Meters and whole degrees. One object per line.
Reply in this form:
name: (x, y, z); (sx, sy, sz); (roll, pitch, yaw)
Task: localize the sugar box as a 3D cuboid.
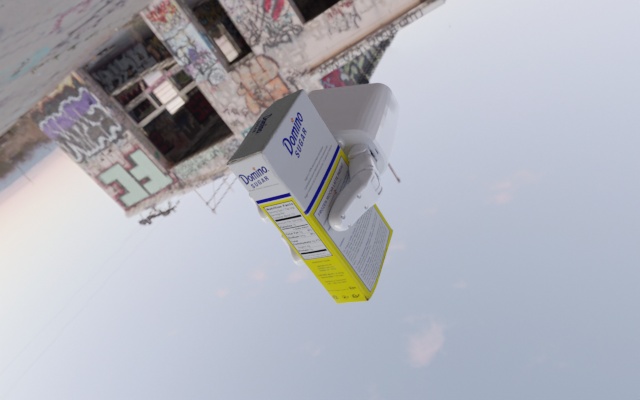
sugar box: (0.000, 0.001, 0.425); (0.048, 0.176, 0.093); (-16, 33, 36)
